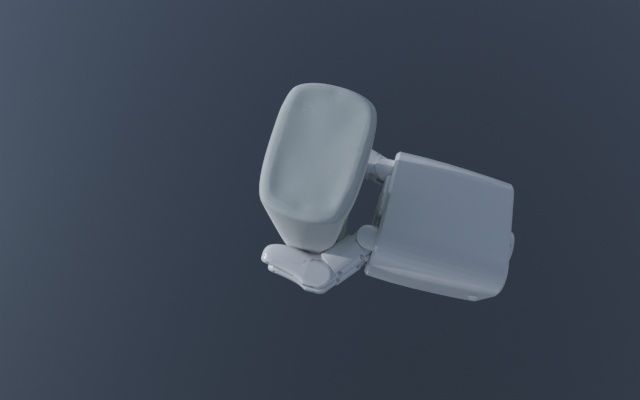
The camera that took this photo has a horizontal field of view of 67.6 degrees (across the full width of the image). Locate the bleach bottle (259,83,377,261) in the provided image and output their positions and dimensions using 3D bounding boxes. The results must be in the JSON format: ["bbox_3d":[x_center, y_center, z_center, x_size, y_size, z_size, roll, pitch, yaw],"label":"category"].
[{"bbox_3d":[0.000,0.001,0.432,0.068,0.102,0.251,16,-15,5],"label":"bleach bottle"}]
